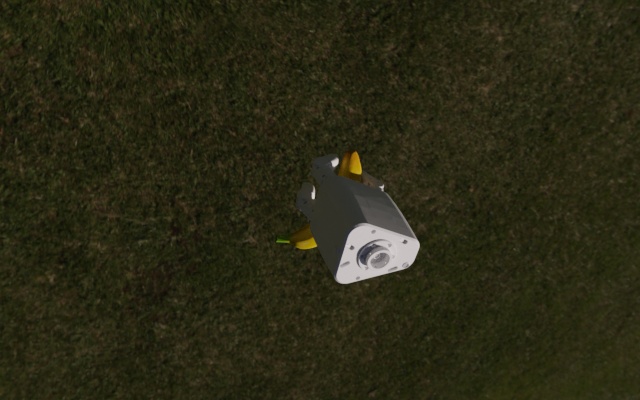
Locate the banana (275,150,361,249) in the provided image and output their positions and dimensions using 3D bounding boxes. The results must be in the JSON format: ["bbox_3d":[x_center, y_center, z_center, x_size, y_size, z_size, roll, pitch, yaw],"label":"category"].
[{"bbox_3d":[0.013,0.012,0.736,0.070,0.198,0.037,28,24,-29],"label":"banana"}]
